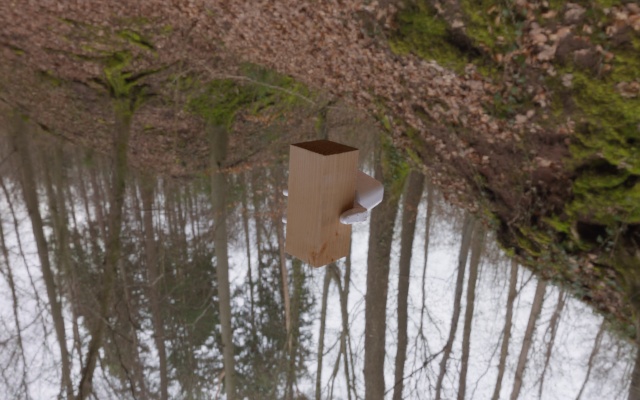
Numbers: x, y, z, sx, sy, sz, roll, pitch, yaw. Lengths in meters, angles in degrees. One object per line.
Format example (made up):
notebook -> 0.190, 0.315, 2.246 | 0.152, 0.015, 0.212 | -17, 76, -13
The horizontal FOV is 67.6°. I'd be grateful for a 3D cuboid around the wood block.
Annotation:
wood block -> 0.001, 0.003, 0.864 | 0.091, 0.206, 0.090 | 21, 26, 40
